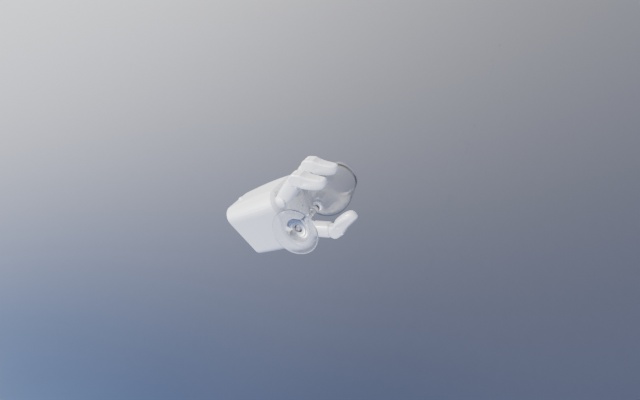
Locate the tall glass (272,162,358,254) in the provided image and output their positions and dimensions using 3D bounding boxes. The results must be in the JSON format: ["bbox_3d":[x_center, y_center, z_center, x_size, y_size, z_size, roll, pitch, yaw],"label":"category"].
[{"bbox_3d":[0.000,0.003,0.773,0.079,0.079,0.201,0,26,25],"label":"tall glass"}]
